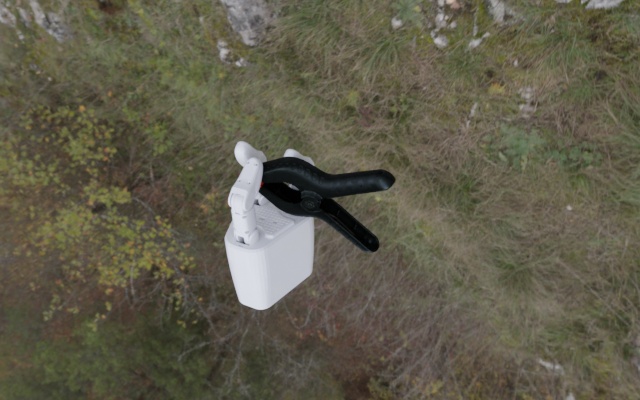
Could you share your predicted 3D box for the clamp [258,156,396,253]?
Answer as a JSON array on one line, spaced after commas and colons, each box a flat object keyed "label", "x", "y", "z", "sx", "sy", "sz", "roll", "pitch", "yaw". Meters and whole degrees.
[{"label": "clamp", "x": 0.000, "y": 0.002, "z": 0.547, "sx": 0.171, "sy": 0.120, "sz": 0.039, "roll": 14, "pitch": 40, "yaw": 20}]
